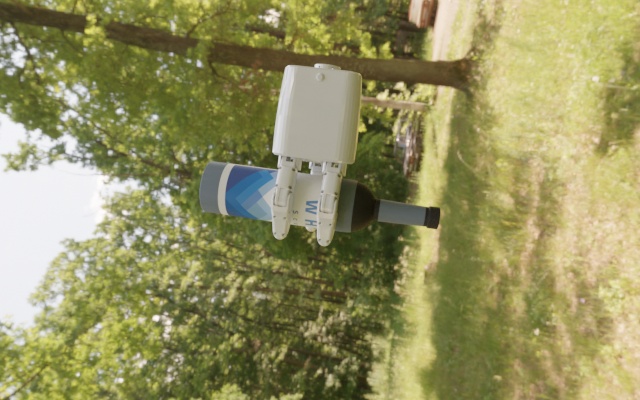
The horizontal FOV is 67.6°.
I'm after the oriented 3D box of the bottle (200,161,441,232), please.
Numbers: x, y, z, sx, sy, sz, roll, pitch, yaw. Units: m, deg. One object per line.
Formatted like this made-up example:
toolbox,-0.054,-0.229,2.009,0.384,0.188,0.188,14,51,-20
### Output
bottle,0.000,0.002,0.603,0.296,0.069,0.069,8,1,7
